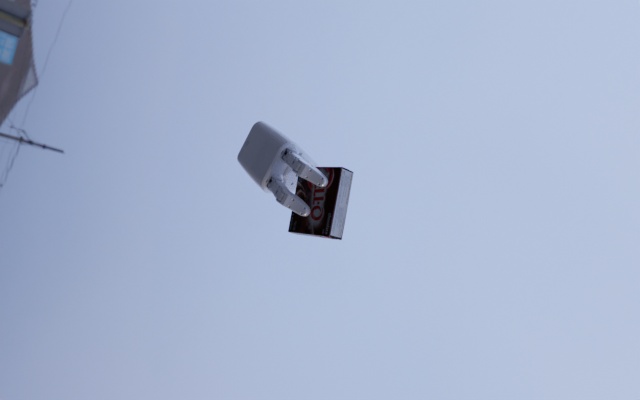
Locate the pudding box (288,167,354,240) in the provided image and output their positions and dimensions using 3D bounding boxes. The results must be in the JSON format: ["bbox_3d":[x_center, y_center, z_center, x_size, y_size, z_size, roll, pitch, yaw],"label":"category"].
[{"bbox_3d":[0.000,0.003,0.763,0.090,0.113,0.039,3,-8,43],"label":"pudding box"}]
